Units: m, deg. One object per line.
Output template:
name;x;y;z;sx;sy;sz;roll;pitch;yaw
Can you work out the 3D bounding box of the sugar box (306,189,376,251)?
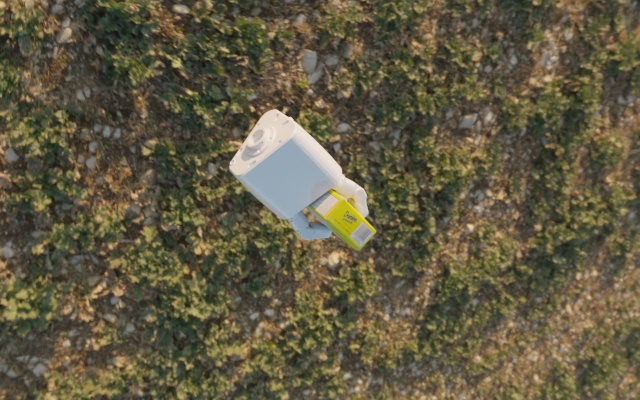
sugar box;0.000;0.002;0.729;0.093;0.048;0.176;45;-2;-40
